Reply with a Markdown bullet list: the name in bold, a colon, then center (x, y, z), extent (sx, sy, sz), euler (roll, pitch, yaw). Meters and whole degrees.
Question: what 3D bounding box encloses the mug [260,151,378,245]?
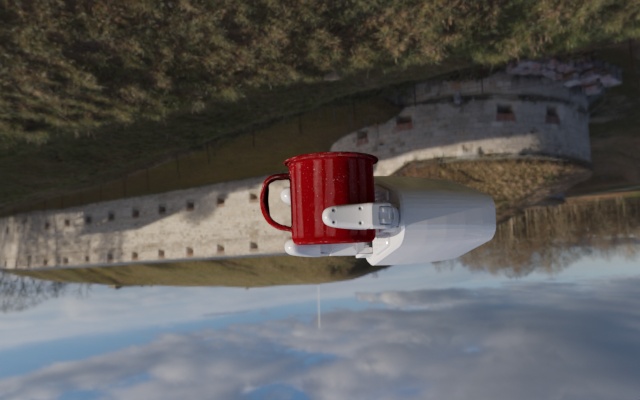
- **mug**: center (-0.001, 0.002, 0.463), extent (0.117, 0.081, 0.093), euler (-1, -6, -13)
